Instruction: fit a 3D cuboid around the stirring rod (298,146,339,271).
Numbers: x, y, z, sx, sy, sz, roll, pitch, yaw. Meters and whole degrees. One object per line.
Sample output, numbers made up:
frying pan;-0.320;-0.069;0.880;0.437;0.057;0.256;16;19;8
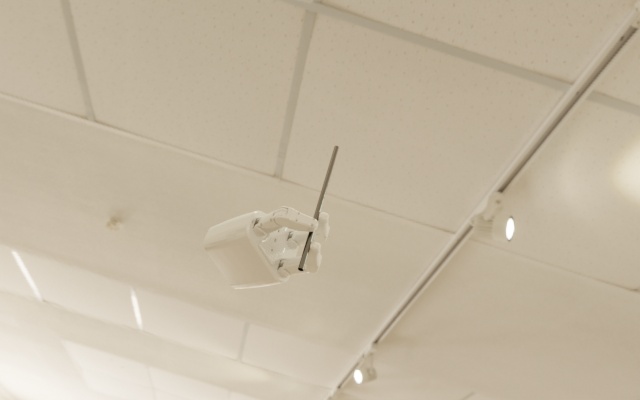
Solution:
stirring rod;0.000;0.002;0.712;0.011;0.239;0.011;10;-39;8
